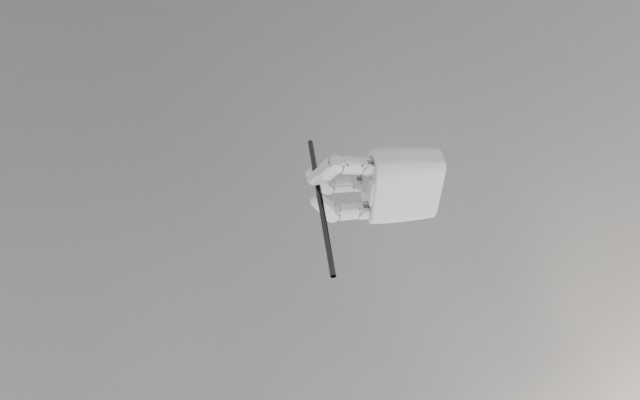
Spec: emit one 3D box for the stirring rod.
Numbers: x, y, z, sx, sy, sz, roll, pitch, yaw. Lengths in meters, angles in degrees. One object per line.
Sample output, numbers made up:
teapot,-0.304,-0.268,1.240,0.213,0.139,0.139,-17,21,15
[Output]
stirring rod,0.000,0.002,0.680,0.011,0.239,0.011,-6,-37,-5
